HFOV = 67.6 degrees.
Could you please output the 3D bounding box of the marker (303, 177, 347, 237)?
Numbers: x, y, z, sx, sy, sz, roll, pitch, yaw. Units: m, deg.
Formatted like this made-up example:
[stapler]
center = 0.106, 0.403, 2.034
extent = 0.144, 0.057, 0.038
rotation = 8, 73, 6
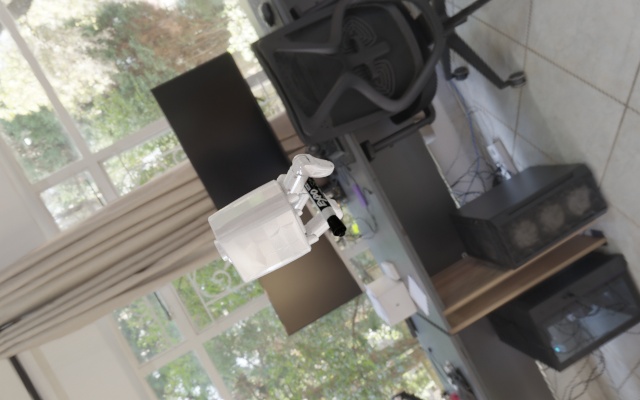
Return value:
[marker]
center = 0.000, 0.002, 0.619
extent = 0.020, 0.020, 0.121
rotation = 0, 42, -36
